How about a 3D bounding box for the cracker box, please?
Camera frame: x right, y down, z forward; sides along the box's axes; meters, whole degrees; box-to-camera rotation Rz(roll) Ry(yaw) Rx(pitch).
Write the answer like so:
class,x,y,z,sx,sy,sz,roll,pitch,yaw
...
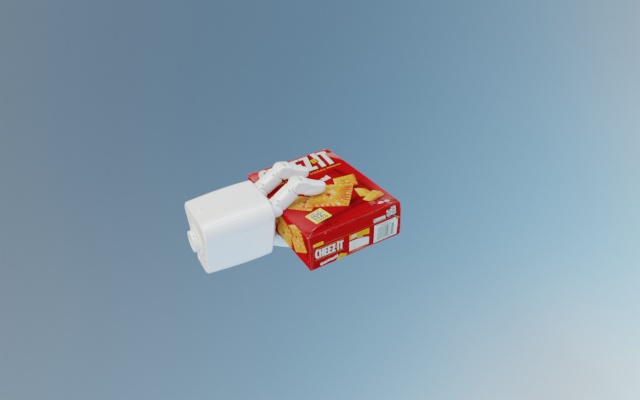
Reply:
class,x,y,z,sx,sy,sz,roll,pitch,yaw
cracker box,0.000,0.003,0.770,0.164,0.072,0.213,-20,38,-24
